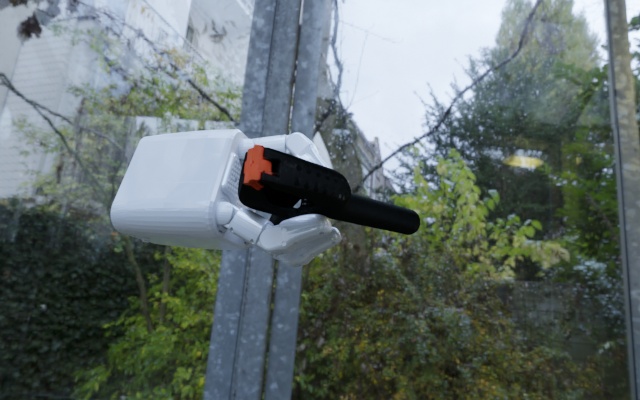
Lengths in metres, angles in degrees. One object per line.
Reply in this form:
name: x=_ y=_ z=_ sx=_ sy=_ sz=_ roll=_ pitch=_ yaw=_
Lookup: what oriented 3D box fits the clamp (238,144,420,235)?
clamp: x=0.000 y=0.000 z=0.424 sx=0.164 sy=0.036 sz=0.210 roll=-1 pitch=-16 yaw=15
